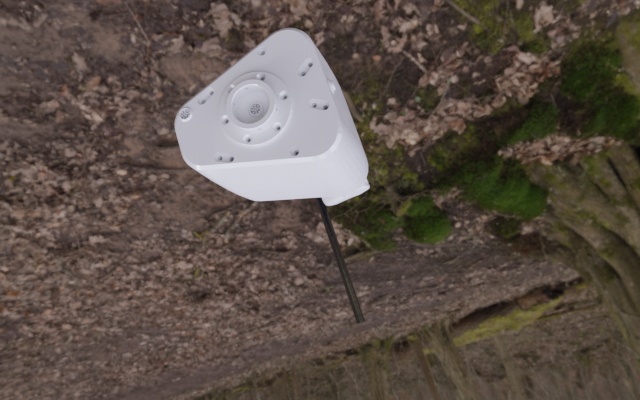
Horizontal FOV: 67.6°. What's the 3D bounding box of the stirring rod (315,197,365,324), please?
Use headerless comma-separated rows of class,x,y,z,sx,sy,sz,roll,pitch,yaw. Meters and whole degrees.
stirring rod,0.000,0.001,0.467,0.011,0.239,0.011,-18,-12,-4
